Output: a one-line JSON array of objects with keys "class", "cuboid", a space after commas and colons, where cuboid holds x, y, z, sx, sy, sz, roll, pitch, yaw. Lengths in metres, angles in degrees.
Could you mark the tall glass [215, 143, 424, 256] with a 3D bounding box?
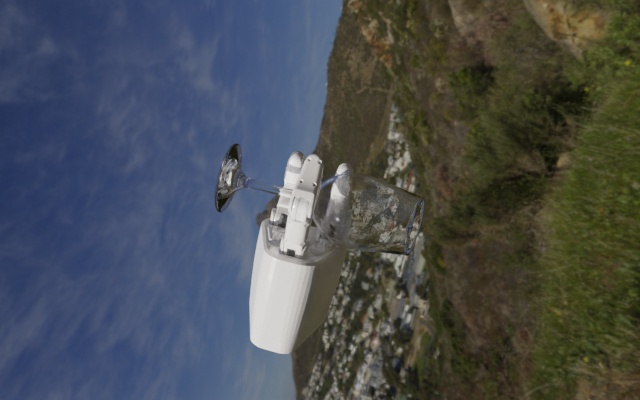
[{"class": "tall glass", "cuboid": [-0.001, 0.001, 0.490, 0.201, 0.079, 0.079, 14, 1, 4]}]
